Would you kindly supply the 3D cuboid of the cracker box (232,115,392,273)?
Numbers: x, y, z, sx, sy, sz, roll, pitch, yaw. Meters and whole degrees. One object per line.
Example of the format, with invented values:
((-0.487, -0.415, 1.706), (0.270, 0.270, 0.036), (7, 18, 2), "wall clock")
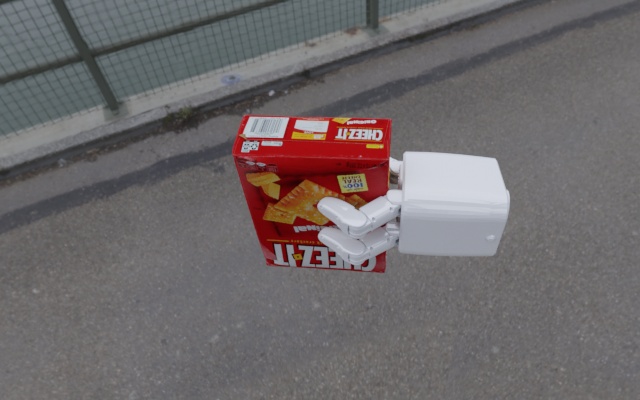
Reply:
((0.000, 0.002, 0.570), (0.164, 0.072, 0.214), (3, -40, 9), "cracker box")
